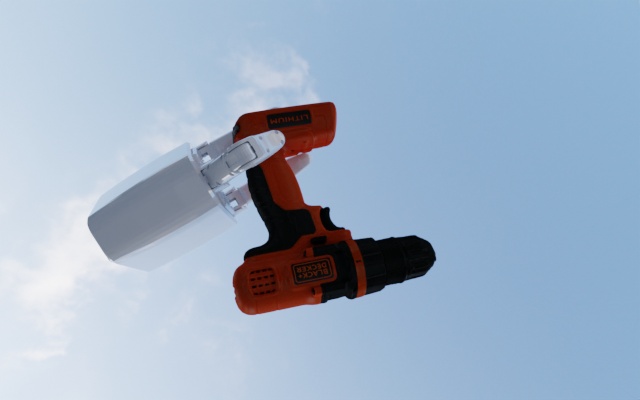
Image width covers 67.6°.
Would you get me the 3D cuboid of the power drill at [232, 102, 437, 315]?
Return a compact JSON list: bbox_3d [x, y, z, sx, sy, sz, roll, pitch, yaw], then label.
[{"bbox_3d":[0.000,0.001,0.446,0.184,0.187,0.057,-9,-22,-13],"label":"power drill"}]
